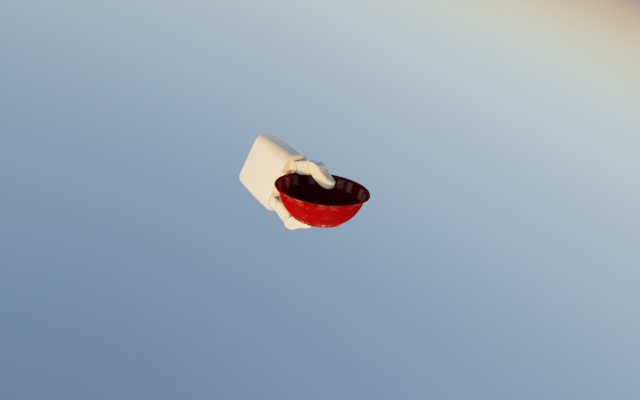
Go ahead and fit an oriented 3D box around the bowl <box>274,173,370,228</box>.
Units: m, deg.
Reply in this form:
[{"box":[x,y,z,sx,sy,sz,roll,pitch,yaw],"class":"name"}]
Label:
[{"box":[0.001,0.004,0.804,0.162,0.055,0.162,7,20,-2],"class":"bowl"}]
